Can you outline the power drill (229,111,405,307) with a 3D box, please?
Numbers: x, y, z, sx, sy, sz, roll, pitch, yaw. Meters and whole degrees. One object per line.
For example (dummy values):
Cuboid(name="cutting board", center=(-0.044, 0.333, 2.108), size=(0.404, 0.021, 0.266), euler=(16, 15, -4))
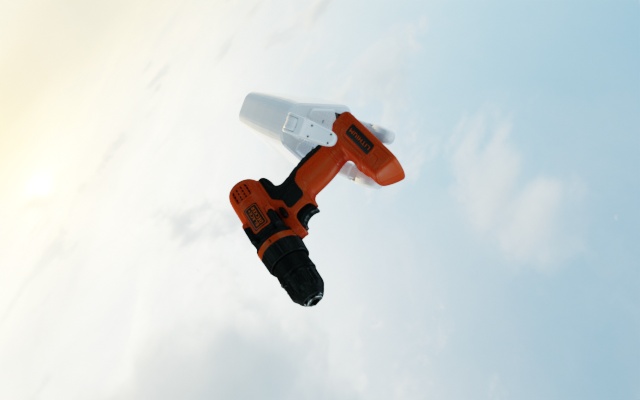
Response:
Cuboid(name="power drill", center=(0.000, 0.001, 0.539), size=(0.187, 0.184, 0.057), euler=(-39, -32, 1))
